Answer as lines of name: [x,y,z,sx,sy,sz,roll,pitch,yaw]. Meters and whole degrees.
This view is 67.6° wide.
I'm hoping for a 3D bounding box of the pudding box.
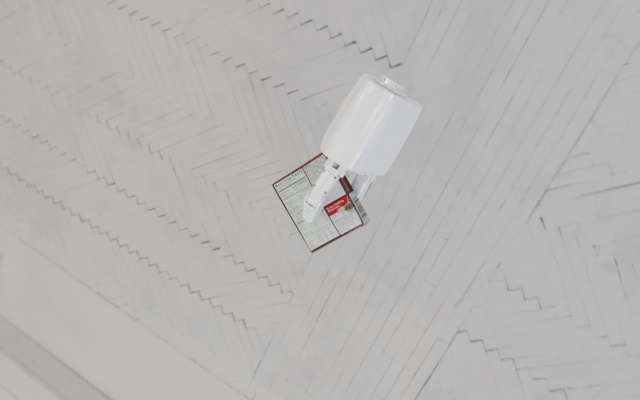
pudding box: [0.000,0.002,0.654,0.090,0.113,0.039,-30,-2,19]
